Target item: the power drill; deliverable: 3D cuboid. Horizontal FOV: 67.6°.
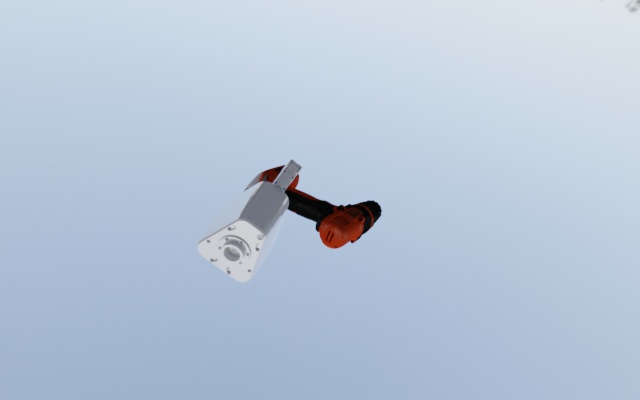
[{"bbox_3d":[0.000,0.003,0.801,0.187,0.057,0.184,27,22,19],"label":"power drill"}]
